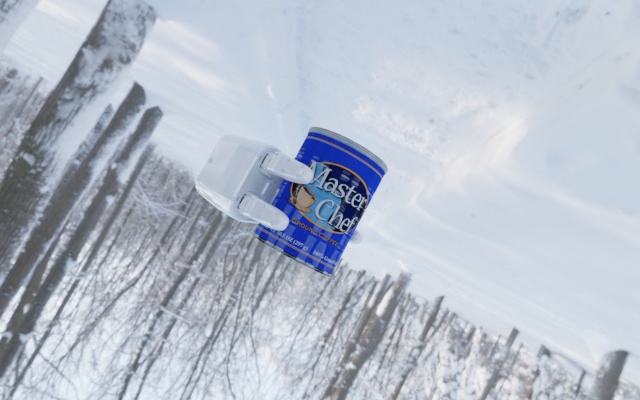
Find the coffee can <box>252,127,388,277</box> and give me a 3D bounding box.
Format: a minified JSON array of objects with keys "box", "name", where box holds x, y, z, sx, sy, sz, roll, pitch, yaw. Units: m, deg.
[{"box":[0.000,0.002,0.548,0.103,0.140,0.103,28,-4,2],"name":"coffee can"}]
